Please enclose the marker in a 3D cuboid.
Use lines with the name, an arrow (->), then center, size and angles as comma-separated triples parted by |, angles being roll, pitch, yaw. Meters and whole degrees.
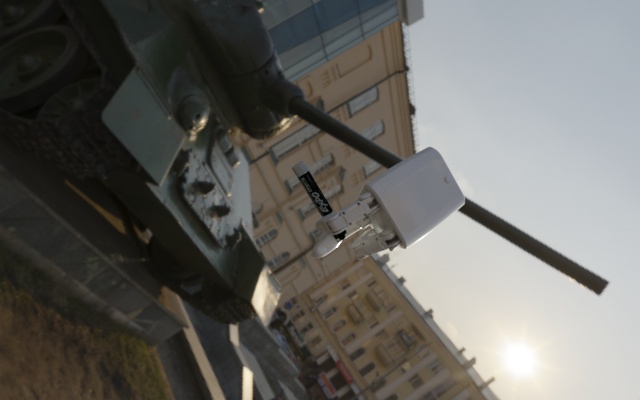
marker -> 0.000, 0.002, 0.648 | 0.020, 0.121, 0.020 | -31, 9, 6
